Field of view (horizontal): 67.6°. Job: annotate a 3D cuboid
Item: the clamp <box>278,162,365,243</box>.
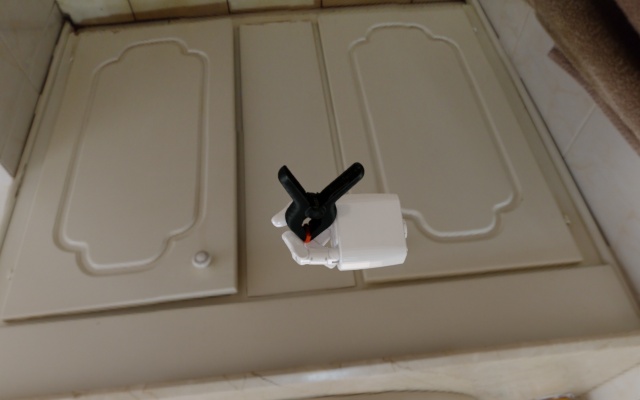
[{"bbox_3d":[0.000,0.003,0.700,0.120,0.039,0.172,-4,-35,-5],"label":"clamp"}]
